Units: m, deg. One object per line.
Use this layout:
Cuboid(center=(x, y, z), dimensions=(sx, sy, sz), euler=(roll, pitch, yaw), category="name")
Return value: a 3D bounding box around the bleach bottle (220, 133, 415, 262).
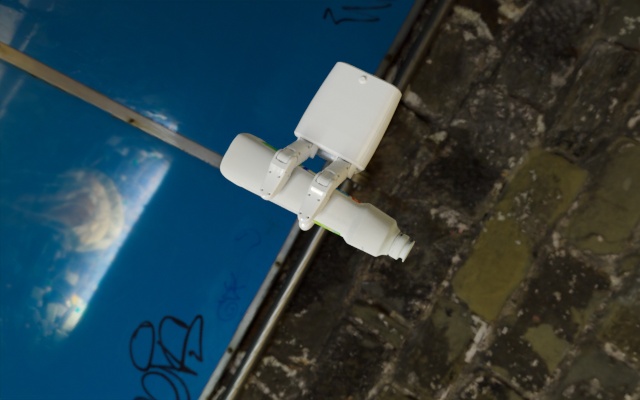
Cuboid(center=(0.000, 0.002, 0.600), dimensions=(0.251, 0.068, 0.102), euler=(29, 0, 15), category="bleach bottle")
